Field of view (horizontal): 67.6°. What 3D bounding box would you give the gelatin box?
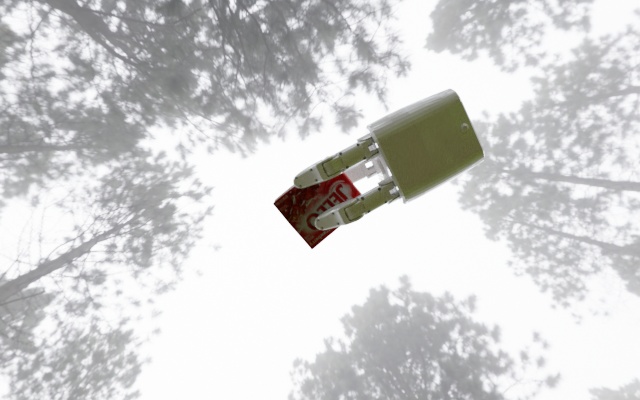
[{"bbox_3d":[0.000,0.002,0.568,0.089,0.073,0.030,-39,7,5],"label":"gelatin box"}]
